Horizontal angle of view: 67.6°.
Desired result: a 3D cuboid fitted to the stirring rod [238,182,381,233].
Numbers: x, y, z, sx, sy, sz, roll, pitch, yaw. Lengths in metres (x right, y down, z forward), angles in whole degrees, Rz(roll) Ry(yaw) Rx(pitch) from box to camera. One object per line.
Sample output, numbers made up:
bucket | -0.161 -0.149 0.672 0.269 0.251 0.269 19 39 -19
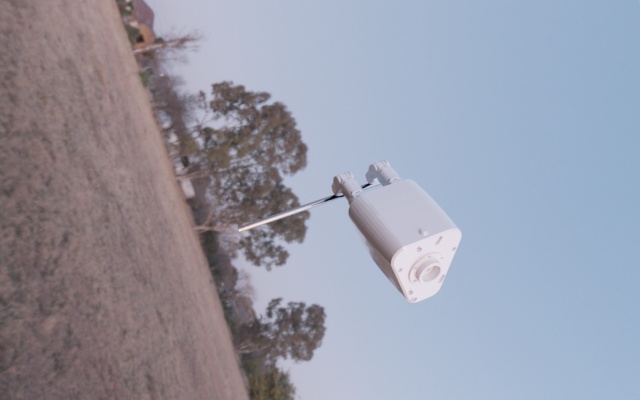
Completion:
stirring rod | 0.000 0.002 0.672 0.239 0.011 0.011 -19 5 -14
